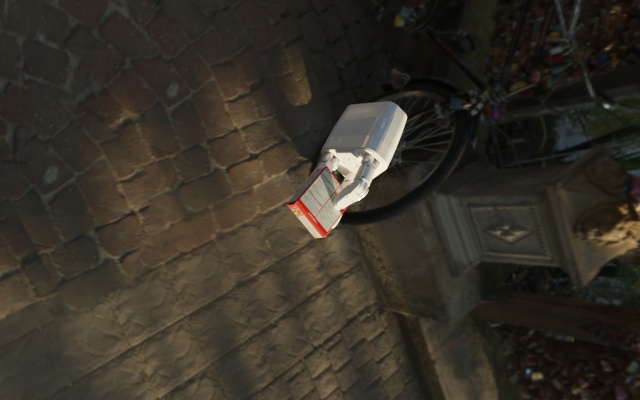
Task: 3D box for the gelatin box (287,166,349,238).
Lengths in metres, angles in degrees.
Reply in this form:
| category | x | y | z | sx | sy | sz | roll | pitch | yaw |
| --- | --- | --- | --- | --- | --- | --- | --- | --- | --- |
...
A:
| category | x | y | z | sx | sy | sz | roll | pitch | yaw |
| --- | --- | --- | --- | --- | --- | --- | --- | --- | --- |
| gelatin box | 0.000 | 0.003 | 0.740 | 0.030 | 0.073 | 0.089 | -15 | 30 | 50 |
